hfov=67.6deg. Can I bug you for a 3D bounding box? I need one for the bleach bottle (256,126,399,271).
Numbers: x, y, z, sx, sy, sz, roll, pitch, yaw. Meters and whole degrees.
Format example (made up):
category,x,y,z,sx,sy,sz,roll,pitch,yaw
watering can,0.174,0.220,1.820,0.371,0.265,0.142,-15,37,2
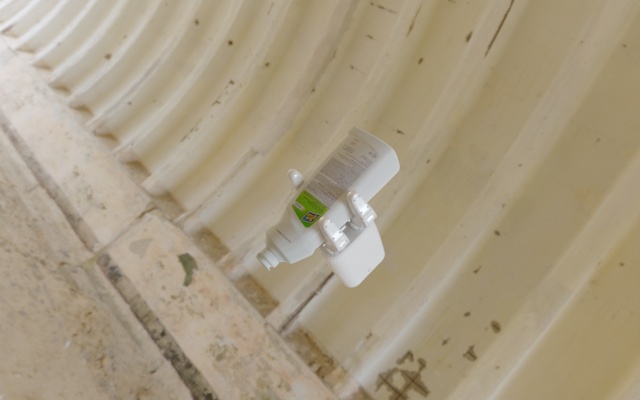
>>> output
category,x,y,z,sx,sy,sz,roll,pitch,yaw
bleach bottle,0.000,0.002,0.715,0.102,0.251,0.068,37,-16,38
